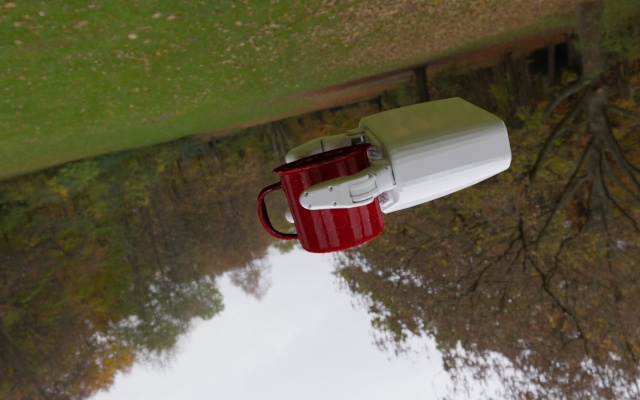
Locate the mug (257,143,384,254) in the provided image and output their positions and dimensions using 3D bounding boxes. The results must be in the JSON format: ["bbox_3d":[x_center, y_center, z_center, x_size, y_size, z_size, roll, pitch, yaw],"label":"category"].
[{"bbox_3d":[-0.001,0.002,0.442,0.117,0.081,0.093,-16,10,-4],"label":"mug"}]
